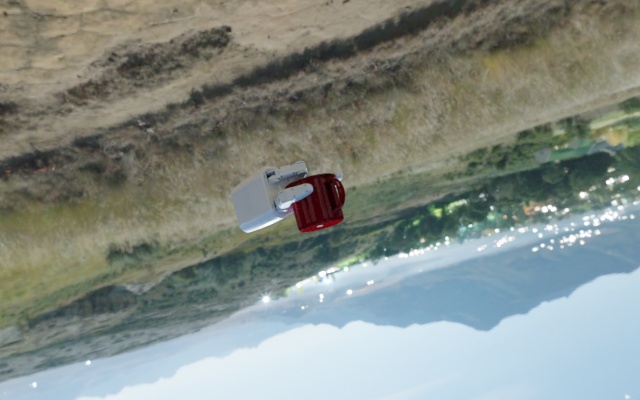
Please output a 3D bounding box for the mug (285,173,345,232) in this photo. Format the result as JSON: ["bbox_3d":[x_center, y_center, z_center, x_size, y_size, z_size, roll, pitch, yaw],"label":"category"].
[{"bbox_3d":[0.001,0.002,0.818,0.093,0.081,0.117,-4,-15,-45],"label":"mug"}]
